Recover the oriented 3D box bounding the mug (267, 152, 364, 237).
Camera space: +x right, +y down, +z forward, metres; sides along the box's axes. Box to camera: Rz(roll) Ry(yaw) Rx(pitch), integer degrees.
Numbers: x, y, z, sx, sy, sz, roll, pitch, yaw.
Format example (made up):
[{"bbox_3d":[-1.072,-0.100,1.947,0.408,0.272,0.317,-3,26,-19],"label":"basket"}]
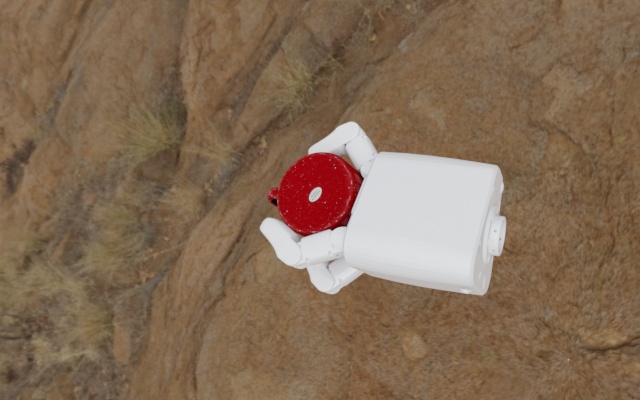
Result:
[{"bbox_3d":[-0.001,0.001,0.476,0.117,0.093,0.081,8,-12,28],"label":"mug"}]
